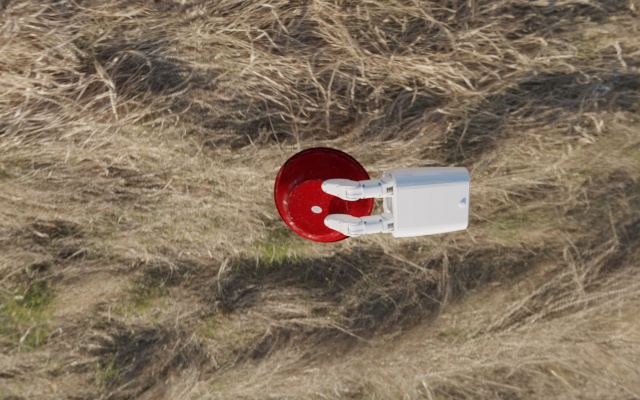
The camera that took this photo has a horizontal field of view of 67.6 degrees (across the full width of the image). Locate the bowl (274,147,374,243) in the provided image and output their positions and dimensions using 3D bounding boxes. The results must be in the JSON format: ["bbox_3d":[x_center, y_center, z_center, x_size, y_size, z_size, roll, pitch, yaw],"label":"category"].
[{"bbox_3d":[-0.001,0.003,0.730,0.162,0.162,0.055,0,21,10],"label":"bowl"}]
